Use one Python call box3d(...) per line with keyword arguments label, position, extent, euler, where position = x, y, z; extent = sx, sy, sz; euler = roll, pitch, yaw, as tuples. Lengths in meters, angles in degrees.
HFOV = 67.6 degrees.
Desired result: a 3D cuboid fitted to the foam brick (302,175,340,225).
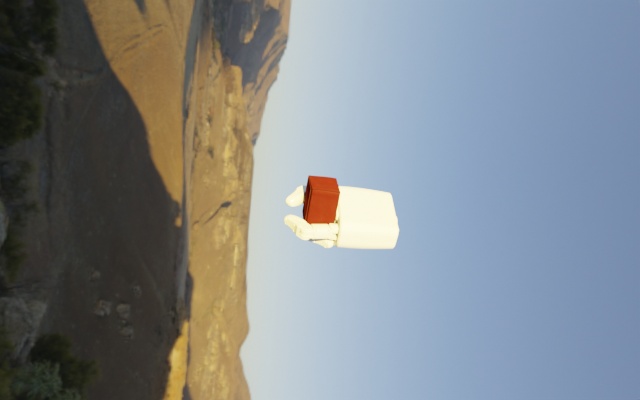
box3d(label="foam brick", position=(0.000, 0.003, 0.827), extent=(0.051, 0.078, 0.053), euler=(5, 30, -10))
